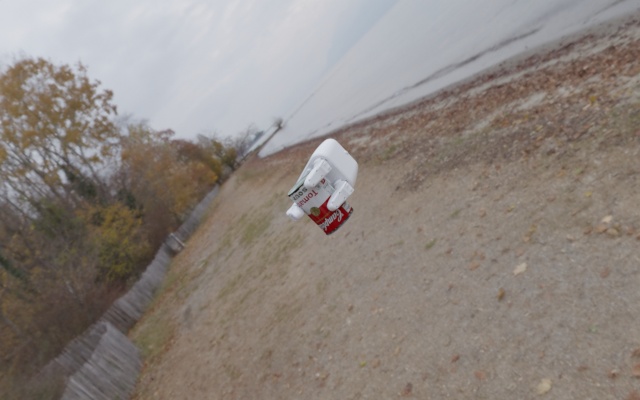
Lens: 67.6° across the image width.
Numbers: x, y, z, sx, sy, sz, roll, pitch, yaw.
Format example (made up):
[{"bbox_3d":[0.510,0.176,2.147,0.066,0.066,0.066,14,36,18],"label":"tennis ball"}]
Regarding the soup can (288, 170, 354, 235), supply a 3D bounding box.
[{"bbox_3d":[0.000,0.003,0.850,0.068,0.102,0.068,-43,10,9],"label":"soup can"}]
